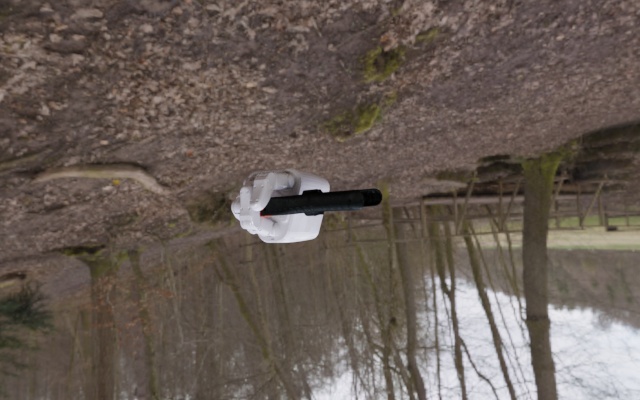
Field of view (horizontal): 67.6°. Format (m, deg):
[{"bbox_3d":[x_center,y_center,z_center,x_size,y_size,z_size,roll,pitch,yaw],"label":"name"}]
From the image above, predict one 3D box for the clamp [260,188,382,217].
[{"bbox_3d":[0.000,0.003,0.654,0.171,0.039,0.120,-2,-4,28],"label":"clamp"}]
